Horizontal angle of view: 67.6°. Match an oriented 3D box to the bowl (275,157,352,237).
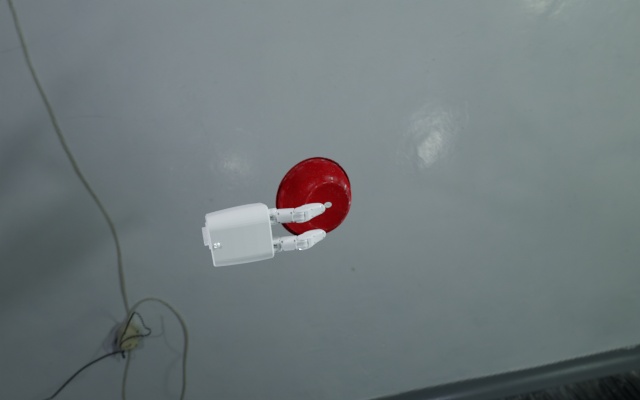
[{"bbox_3d":[0.001,0.002,0.891,0.162,0.162,0.055,0,16,-29],"label":"bowl"}]
